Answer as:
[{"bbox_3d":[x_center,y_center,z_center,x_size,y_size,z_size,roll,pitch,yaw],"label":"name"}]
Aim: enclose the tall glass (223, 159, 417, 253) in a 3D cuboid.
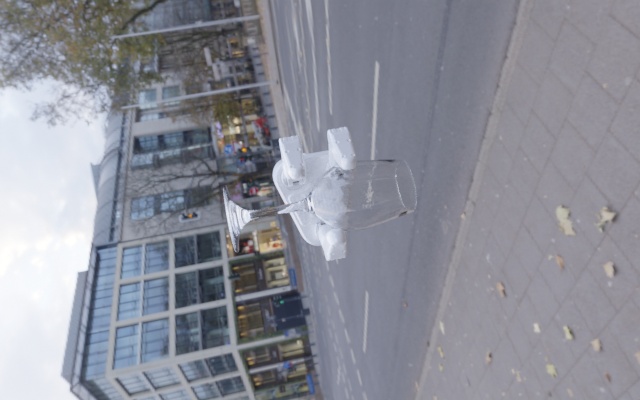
[{"bbox_3d":[-0.001,0.002,0.526,0.201,0.079,0.079,-11,1,-7],"label":"tall glass"}]
